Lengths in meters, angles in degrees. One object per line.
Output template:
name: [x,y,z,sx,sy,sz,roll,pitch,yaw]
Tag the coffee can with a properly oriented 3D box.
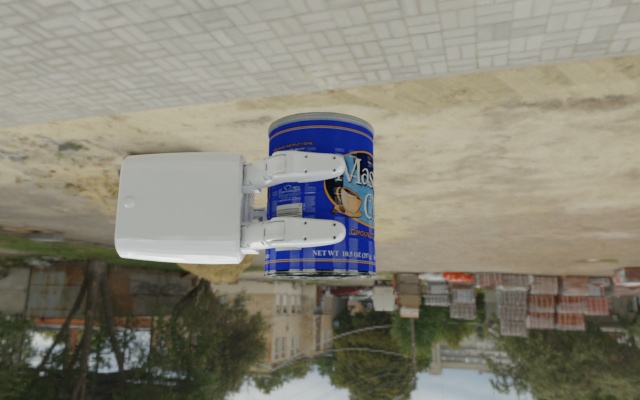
coffee can: [0.000,0.001,0.449,0.103,0.140,0.103,0,-12,0]
